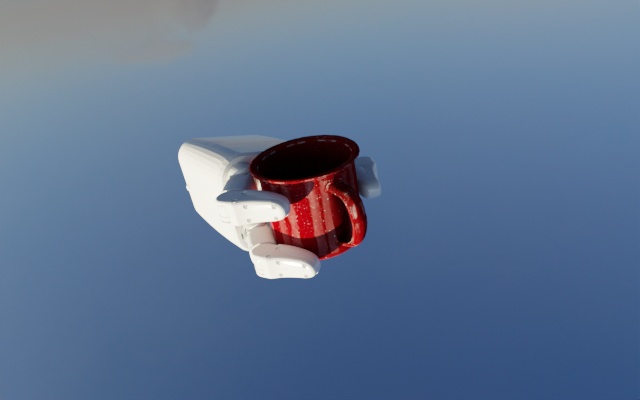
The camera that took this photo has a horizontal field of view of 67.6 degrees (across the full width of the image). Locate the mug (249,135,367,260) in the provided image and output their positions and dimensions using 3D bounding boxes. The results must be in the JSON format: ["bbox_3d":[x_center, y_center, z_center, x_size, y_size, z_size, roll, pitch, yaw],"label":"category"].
[{"bbox_3d":[0.001,0.002,0.406,0.093,0.081,0.117,-27,32,-28],"label":"mug"}]
